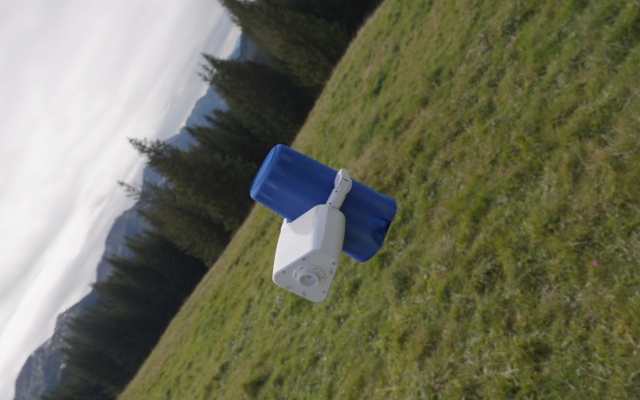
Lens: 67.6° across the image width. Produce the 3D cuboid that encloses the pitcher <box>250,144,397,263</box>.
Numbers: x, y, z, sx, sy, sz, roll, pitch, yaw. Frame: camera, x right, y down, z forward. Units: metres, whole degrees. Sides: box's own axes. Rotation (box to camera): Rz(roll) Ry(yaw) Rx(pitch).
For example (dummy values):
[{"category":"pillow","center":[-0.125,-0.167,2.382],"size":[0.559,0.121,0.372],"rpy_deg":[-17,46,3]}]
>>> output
[{"category":"pitcher","center":[0.000,0.003,0.860],"size":[0.243,0.149,0.145],"rpy_deg":[29,35,-14]}]
